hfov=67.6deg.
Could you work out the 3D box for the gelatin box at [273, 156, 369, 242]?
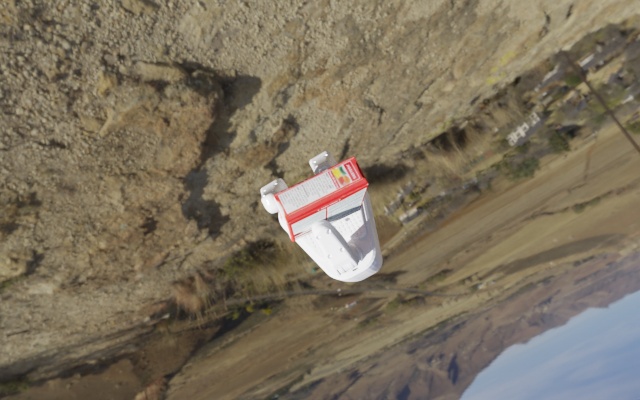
[{"bbox_3d":[0.000,0.002,0.416,0.073,0.030,0.089,-26,-13,-6],"label":"gelatin box"}]
